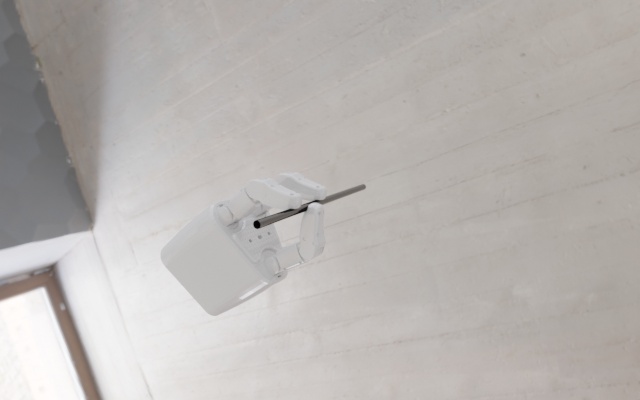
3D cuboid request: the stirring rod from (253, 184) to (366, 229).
[{"bbox_3d":[0.000,0.002,0.525,0.011,0.011,0.239,0,9,28],"label":"stirring rod"}]
